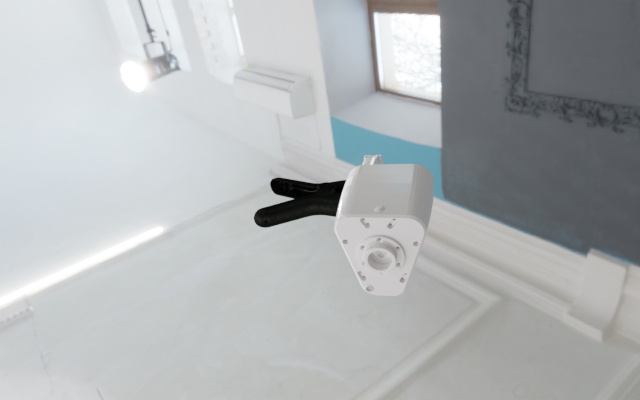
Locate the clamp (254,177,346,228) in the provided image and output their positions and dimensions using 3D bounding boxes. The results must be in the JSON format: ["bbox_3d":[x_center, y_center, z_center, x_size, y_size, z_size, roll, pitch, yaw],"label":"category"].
[{"bbox_3d":[0.000,0.002,0.607,0.171,0.039,0.120,-1,30,16],"label":"clamp"}]
